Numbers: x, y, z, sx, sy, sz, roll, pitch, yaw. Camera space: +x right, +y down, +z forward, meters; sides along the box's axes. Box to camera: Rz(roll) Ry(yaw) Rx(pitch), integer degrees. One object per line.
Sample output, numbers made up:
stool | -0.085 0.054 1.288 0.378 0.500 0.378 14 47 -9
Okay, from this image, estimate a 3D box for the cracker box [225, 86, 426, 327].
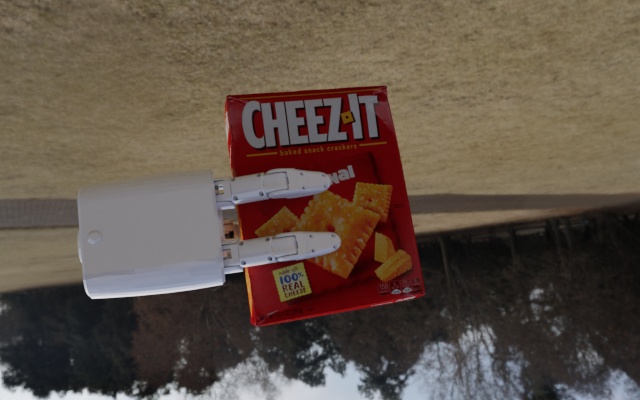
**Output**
cracker box | 0.000 0.002 0.468 0.164 0.213 0.072 -7 -9 -13
